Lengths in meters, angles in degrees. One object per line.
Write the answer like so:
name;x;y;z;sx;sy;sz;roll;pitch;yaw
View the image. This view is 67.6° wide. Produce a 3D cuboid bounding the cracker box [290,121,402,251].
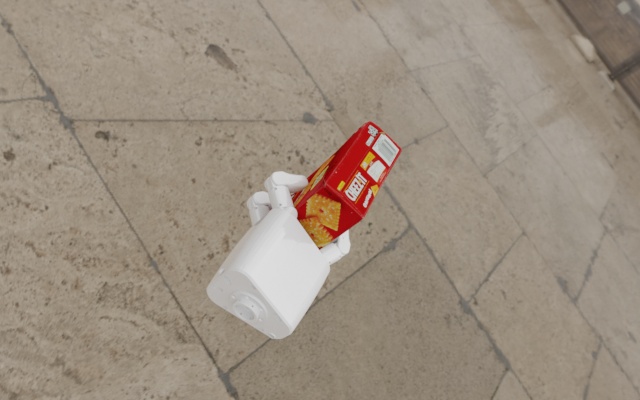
cracker box;0.000;0.002;0.673;0.214;0.072;0.164;-39;12;44
